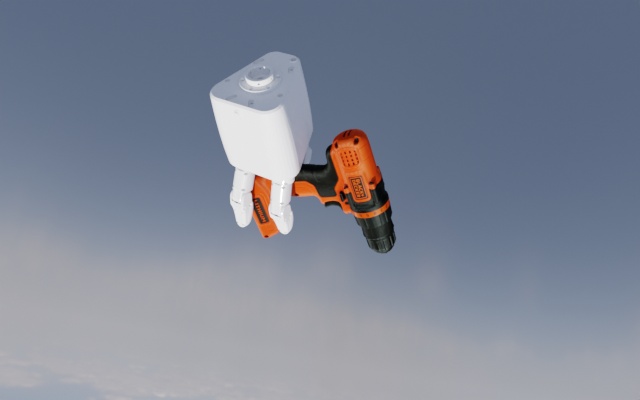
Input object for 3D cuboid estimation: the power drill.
[{"bbox_3d":[0.000,0.002,0.652,0.187,0.184,0.057,-9,28,20],"label":"power drill"}]
